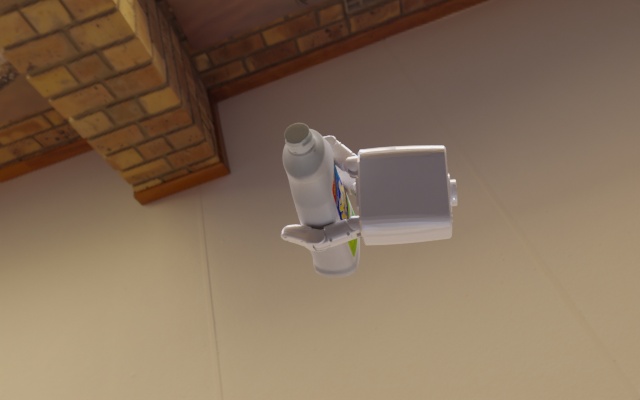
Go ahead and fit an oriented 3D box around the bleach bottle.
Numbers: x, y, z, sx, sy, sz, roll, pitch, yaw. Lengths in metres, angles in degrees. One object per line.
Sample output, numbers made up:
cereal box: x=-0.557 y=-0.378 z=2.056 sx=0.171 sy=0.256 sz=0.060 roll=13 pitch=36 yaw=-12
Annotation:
bleach bottle: x=0.000 y=0.002 z=0.609 sx=0.068 sy=0.102 sz=0.251 roll=-3 pitch=-33 yaw=12
